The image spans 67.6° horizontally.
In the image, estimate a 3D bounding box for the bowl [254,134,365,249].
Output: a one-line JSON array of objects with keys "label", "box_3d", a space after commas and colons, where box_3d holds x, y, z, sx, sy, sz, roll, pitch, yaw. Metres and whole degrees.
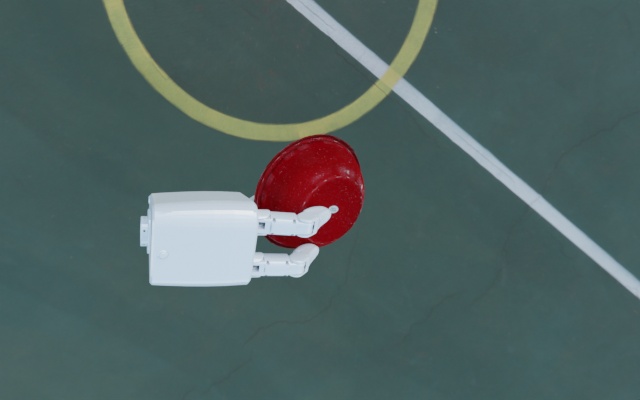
[{"label": "bowl", "box_3d": [0.001, 0.002, 0.601, 0.162, 0.162, 0.055, 0, 25, -36]}]
